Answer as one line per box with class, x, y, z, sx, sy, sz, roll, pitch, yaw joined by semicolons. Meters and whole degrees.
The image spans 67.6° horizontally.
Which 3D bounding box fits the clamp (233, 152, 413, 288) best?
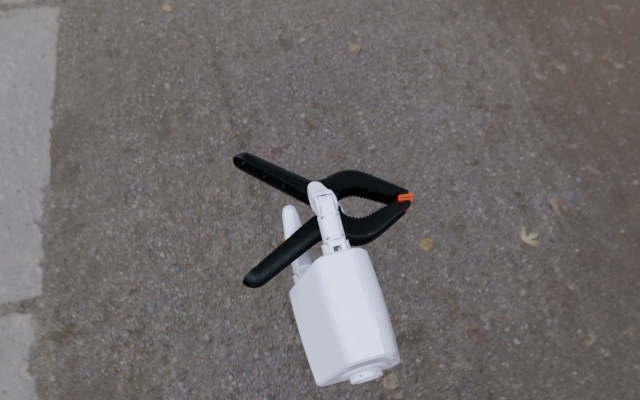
clamp;0.001;0.002;0.548;0.210;0.164;0.036;-11;-26;-12
